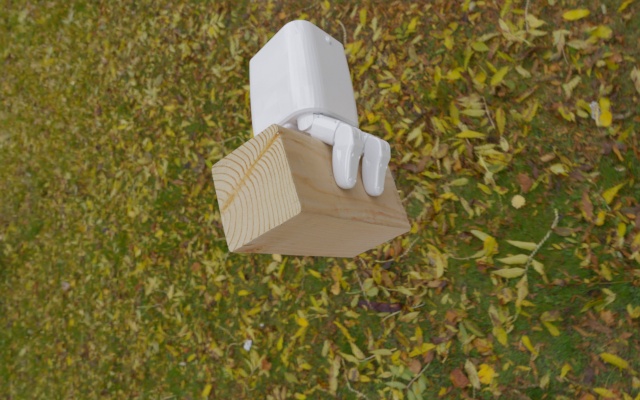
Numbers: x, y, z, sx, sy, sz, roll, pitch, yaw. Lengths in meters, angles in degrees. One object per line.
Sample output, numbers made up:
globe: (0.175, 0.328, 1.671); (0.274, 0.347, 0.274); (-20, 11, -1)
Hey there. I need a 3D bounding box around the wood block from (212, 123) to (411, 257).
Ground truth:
wood block: (0.000, 0.001, 0.503); (0.091, 0.090, 0.206); (-29, -23, 30)
